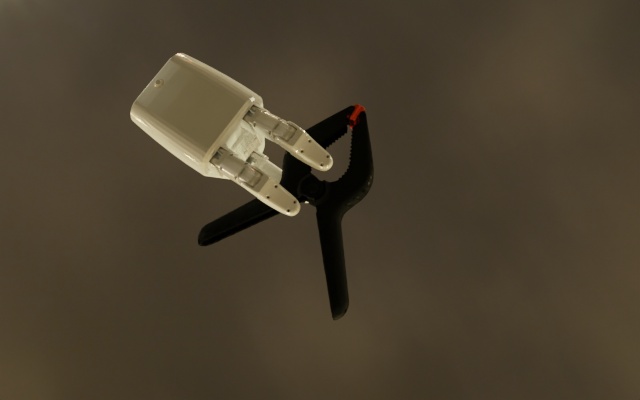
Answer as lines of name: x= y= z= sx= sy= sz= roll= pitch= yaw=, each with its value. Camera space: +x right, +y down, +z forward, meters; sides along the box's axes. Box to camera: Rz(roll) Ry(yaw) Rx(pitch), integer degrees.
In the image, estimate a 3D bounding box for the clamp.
clamp: x=0.000 y=0.001 z=0.481 sx=0.164 sy=0.210 sz=0.036 roll=34 pitch=-10 yaw=10
